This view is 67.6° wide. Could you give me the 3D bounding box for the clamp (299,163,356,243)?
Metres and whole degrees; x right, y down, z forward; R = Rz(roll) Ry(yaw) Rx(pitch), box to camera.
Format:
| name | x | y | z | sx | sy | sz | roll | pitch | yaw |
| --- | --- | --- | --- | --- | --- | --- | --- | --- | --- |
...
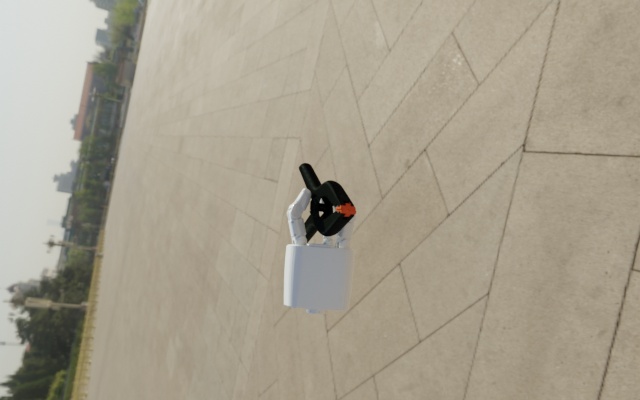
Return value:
| name | x | y | z | sx | sy | sz | roll | pitch | yaw |
| --- | --- | --- | --- | --- | --- | --- | --- | --- | --- |
| clamp | 0.000 | 0.003 | 0.837 | 0.036 | 0.164 | 0.210 | 4 | -7 | -25 |
